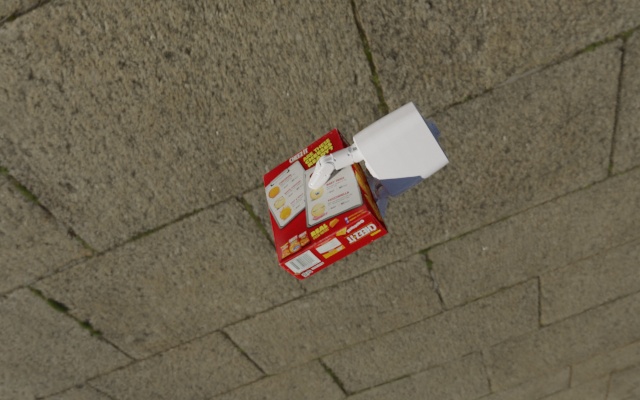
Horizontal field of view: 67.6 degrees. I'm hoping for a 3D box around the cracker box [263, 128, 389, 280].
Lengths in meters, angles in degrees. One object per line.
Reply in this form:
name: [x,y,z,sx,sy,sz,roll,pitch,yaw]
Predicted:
cracker box: [0.000,0.003,0.791,0.164,0.213,0.072,-31,-47,14]
